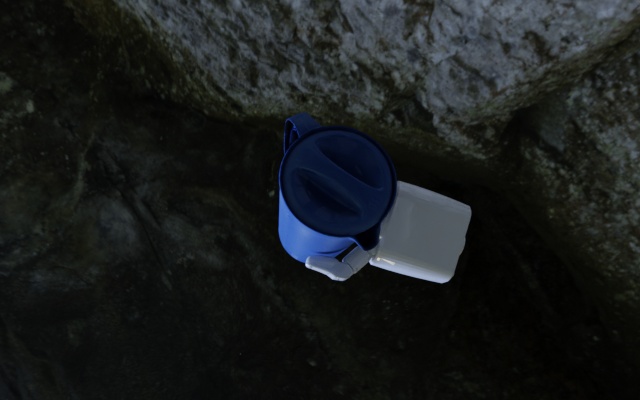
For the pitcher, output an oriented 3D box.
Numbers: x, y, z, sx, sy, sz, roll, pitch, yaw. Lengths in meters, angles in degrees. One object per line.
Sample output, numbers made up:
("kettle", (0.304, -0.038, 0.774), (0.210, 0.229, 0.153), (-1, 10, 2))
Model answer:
("pitcher", (0.000, 0.002, 0.639), (0.145, 0.149, 0.243), (17, -20, -3))
